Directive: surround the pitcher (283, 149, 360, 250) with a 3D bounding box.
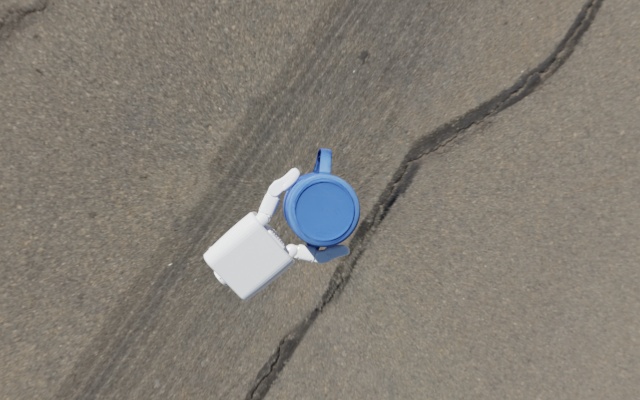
[{"bbox_3d":[0.000,0.003,0.810,0.145,0.149,0.243,-38,2,-2],"label":"pitcher"}]
